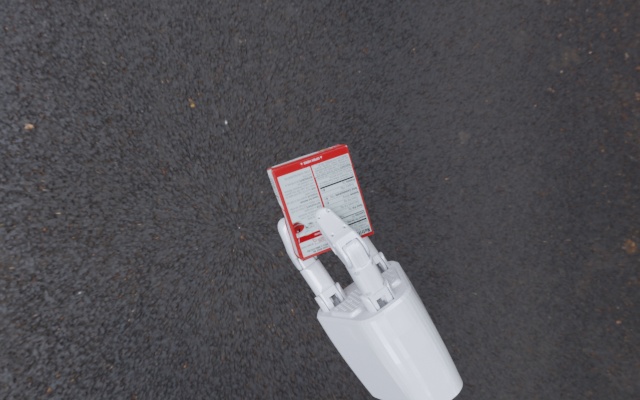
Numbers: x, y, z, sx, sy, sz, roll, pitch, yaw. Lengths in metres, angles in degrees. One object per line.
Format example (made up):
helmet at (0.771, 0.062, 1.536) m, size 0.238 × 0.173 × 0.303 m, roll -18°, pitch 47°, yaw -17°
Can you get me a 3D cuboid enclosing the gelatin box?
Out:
gelatin box at (0.000, 0.001, 0.437) m, size 0.073 × 0.089 × 0.030 m, roll -20°, pitch 11°, yaw -12°
